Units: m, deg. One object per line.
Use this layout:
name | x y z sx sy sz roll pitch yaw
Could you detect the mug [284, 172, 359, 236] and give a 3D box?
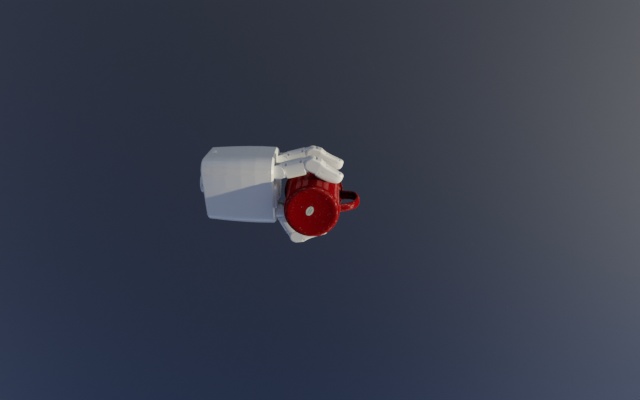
mug | 0.002 0.003 0.721 0.117 0.093 0.081 1 23 2
